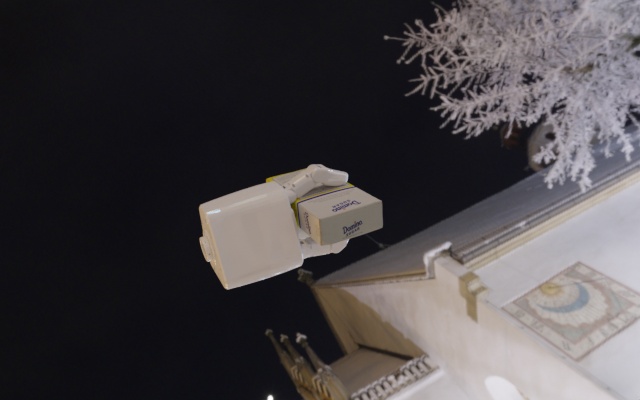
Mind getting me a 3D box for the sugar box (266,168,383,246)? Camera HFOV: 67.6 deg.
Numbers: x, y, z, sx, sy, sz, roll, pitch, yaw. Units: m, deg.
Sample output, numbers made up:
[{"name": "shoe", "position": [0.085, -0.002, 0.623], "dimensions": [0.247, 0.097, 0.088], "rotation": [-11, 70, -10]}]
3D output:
[{"name": "sugar box", "position": [0.000, 0.003, 0.664], "dimensions": [0.093, 0.048, 0.176], "rotation": [-16, 27, -23]}]
